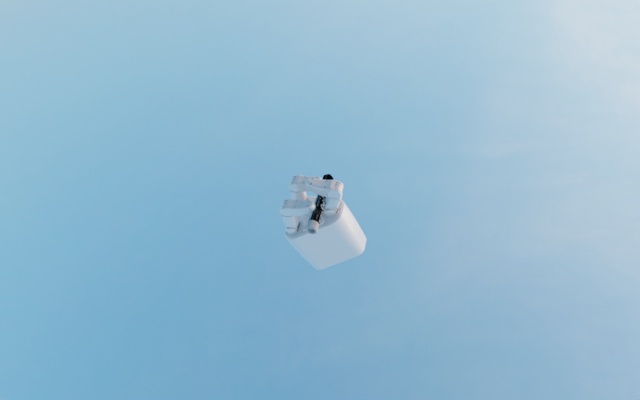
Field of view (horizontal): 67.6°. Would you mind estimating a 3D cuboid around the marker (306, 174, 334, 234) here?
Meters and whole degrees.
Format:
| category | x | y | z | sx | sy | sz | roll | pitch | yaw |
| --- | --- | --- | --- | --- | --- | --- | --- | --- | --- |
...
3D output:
| category | x | y | z | sx | sy | sz | roll | pitch | yaw |
| --- | --- | --- | --- | --- | --- | --- | --- | --- | --- |
| marker | 0.000 | 0.003 | 0.787 | 0.020 | 0.121 | 0.020 | 11 | -38 | 9 |
